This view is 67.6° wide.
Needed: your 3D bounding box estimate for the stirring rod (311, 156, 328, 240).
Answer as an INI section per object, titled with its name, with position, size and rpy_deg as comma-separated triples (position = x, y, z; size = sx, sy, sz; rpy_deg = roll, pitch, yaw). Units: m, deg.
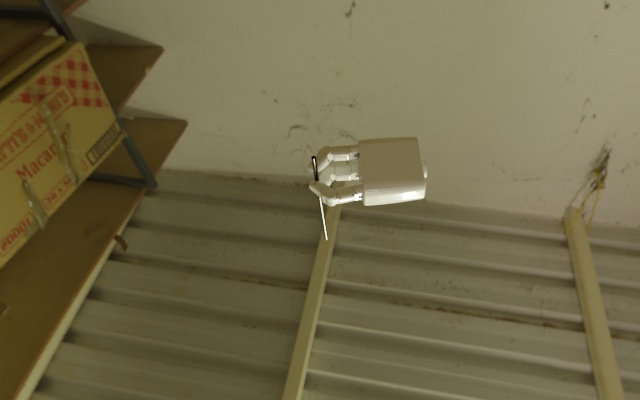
[stirring rod]
position = 0.000, 0.003, 0.890
size = 0.011, 0.011, 0.240
rpy_deg = 0, -38, 7
